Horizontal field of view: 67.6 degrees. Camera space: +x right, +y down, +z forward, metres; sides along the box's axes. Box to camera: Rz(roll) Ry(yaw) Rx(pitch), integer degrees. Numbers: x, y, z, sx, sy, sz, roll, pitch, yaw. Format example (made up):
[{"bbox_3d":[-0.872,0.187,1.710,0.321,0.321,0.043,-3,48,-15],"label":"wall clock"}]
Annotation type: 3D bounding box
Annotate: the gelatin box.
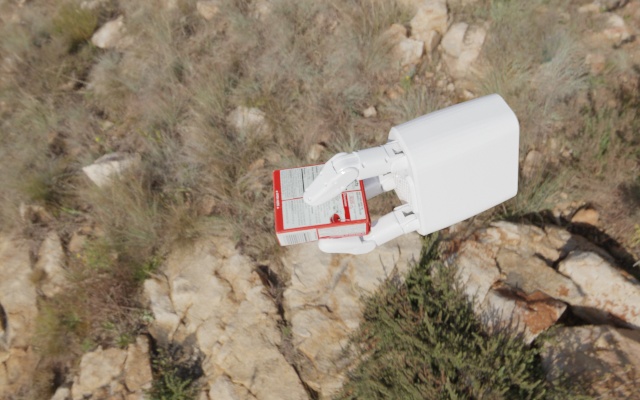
[{"bbox_3d":[0.000,0.001,0.464,0.089,0.073,0.030,-8,-32,1],"label":"gelatin box"}]
